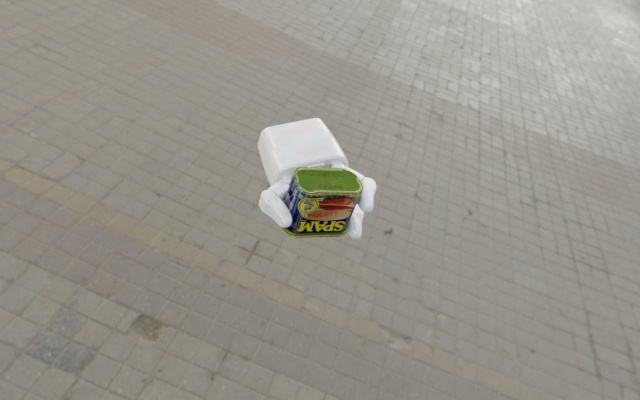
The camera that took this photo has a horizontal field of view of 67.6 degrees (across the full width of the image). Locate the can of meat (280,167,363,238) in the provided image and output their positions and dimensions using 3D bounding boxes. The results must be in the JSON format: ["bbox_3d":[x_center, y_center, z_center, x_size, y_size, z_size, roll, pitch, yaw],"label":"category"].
[{"bbox_3d":[0.000,0.002,0.660,0.102,0.084,0.057,0,43,-24],"label":"can of meat"}]
